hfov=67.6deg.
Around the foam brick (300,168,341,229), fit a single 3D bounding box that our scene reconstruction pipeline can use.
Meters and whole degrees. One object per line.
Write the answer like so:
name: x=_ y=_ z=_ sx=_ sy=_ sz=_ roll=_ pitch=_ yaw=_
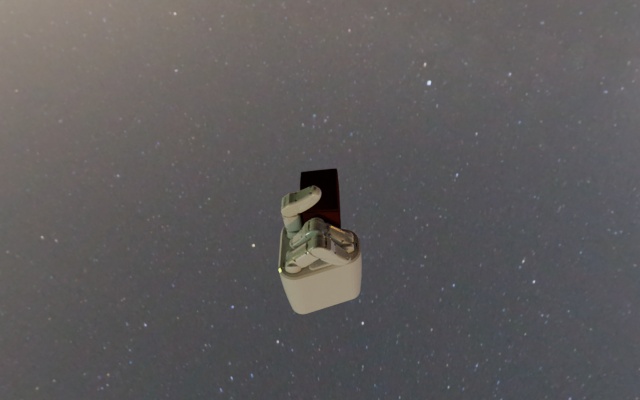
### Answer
foam brick: x=0.000 y=0.002 z=0.659 sx=0.053 sy=0.078 sz=0.051 roll=-4 pitch=-41 yaw=5
